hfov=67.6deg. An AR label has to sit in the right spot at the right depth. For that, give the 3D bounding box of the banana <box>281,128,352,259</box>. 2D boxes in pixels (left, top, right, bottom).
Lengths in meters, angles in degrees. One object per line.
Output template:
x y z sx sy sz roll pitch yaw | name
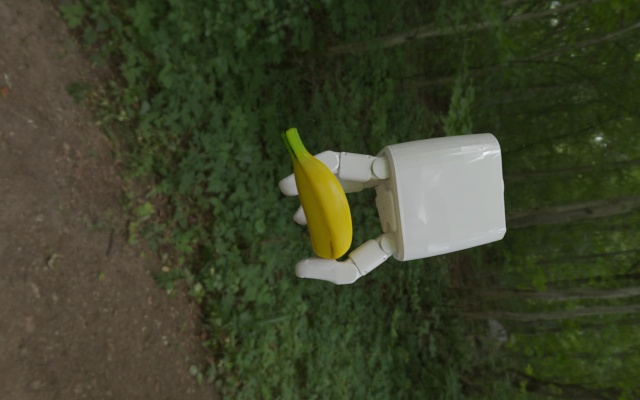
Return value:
0.005 0.016 0.421 0.037 0.069 0.198 -16 -28 -3 | banana
